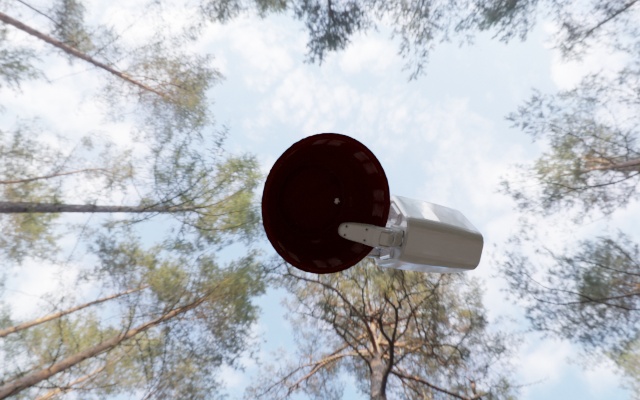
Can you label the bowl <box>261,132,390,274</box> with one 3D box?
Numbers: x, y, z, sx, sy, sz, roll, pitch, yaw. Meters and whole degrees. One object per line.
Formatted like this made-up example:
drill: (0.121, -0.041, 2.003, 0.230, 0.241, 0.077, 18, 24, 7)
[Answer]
bowl: (-0.001, 0.001, 0.562, 0.162, 0.162, 0.055, 0, 6, -25)
